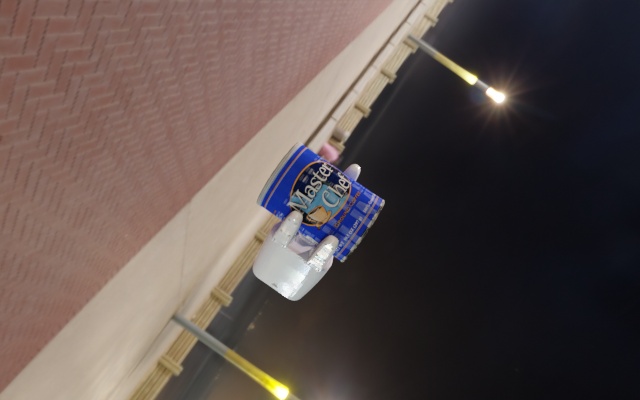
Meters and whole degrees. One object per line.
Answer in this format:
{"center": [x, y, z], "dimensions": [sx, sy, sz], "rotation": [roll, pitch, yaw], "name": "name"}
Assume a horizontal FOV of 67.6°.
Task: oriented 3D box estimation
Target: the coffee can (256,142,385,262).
{"center": [0.000, 0.002, 0.646], "dimensions": [0.140, 0.103, 0.103], "rotation": [35, 0, 1], "name": "coffee can"}
